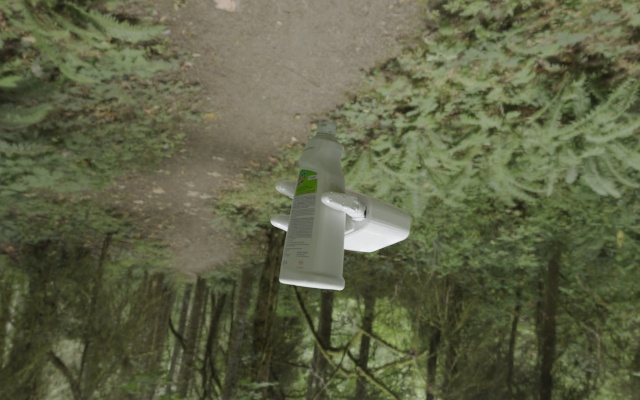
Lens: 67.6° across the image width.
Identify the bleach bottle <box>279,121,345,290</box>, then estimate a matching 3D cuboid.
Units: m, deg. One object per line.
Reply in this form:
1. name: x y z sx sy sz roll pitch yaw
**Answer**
1. bleach bottle: 0.000 0.002 0.716 0.068 0.250 0.102 17 -15 -39
